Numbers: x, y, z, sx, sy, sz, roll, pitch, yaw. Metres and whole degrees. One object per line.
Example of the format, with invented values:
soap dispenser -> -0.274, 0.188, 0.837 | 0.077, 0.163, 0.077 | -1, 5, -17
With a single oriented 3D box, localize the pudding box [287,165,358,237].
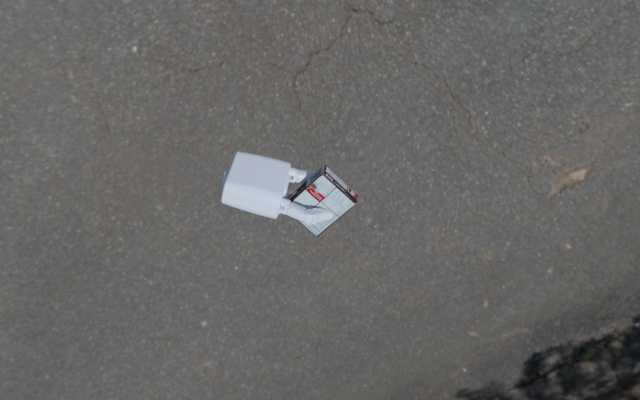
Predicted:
pudding box -> 0.000, 0.003, 0.898 | 0.113, 0.090, 0.039 | -41, 18, 26
